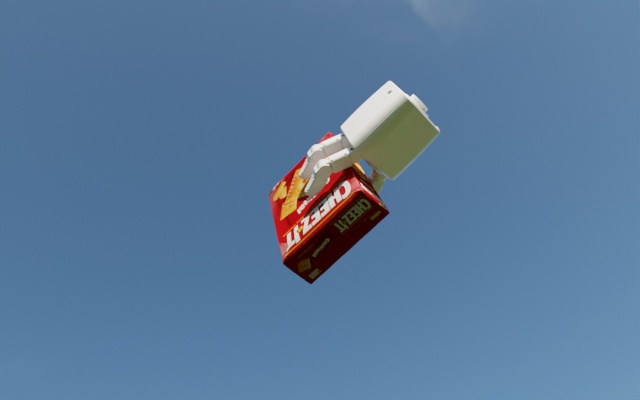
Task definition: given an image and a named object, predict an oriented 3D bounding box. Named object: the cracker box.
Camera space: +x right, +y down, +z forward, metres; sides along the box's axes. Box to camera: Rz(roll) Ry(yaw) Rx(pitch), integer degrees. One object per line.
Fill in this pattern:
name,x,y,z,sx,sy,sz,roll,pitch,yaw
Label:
cracker box,0.000,0.003,0.772,0.072,0.164,0.213,38,16,-28
